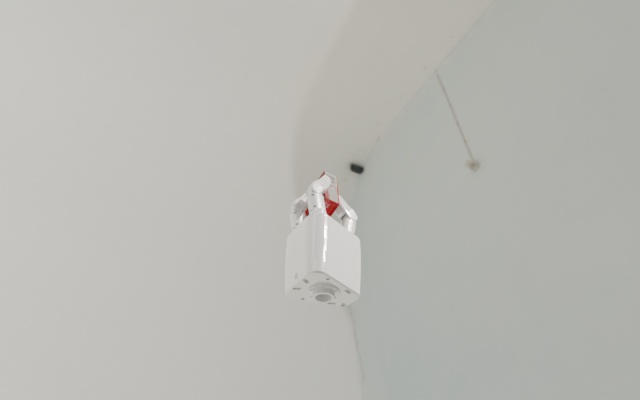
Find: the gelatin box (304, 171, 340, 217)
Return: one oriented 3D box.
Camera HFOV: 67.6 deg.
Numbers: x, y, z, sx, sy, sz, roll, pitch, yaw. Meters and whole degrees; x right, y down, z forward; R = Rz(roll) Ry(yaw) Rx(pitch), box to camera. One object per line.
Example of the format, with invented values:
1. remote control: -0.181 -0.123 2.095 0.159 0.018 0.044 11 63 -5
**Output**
1. gelatin box: 0.001 0.003 0.837 0.030 0.073 0.089 25 32 -19
